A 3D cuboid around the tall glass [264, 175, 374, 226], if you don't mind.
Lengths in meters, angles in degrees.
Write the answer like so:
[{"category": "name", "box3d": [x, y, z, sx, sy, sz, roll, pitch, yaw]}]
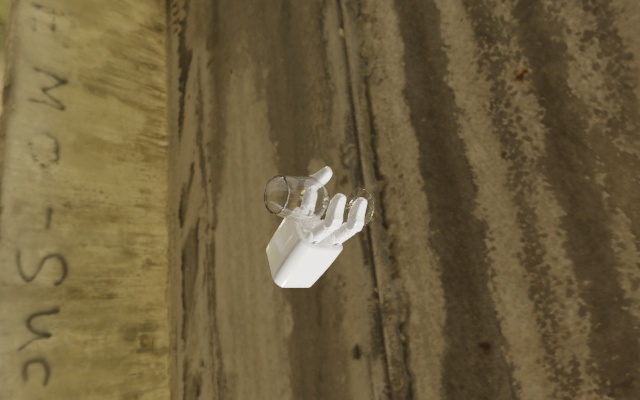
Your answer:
[{"category": "tall glass", "box3d": [0.001, 0.003, 0.821, 0.201, 0.079, 0.079, 10, -7, -44]}]
